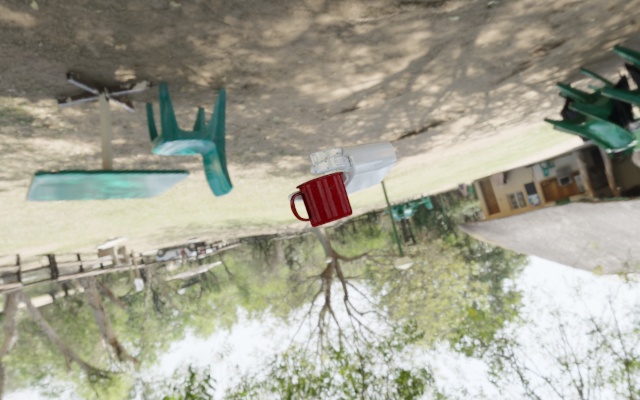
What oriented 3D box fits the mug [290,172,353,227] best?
[{"bbox_3d":[-0.001,0.003,0.872,0.117,0.081,0.093,-16,-4,-28],"label":"mug"}]
